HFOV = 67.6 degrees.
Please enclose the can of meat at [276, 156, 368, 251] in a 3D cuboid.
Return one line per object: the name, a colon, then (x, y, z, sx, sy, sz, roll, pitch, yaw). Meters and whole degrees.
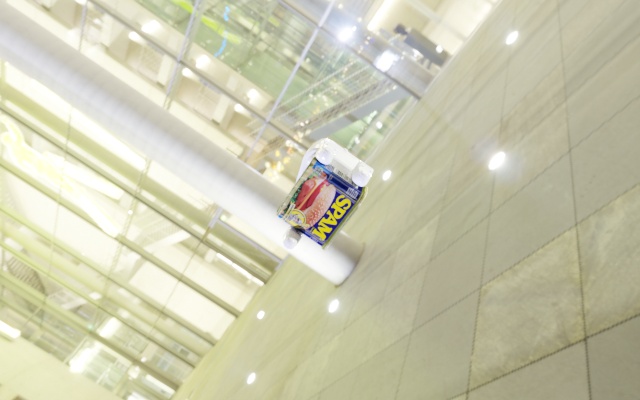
can of meat: (0.000, 0.002, 0.640, 0.084, 0.102, 0.057, 34, 21, -4)
